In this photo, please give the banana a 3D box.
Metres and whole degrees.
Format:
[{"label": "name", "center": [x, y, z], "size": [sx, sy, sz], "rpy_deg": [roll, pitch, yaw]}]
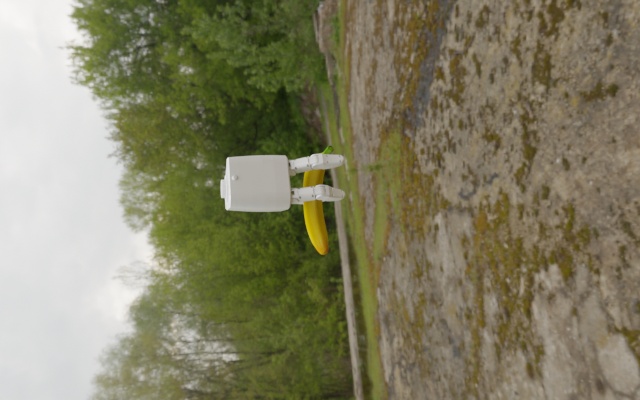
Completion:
[{"label": "banana", "center": [-0.008, 0.000, 0.885], "size": [0.037, 0.198, 0.069], "rpy_deg": [2, -2, -25]}]
